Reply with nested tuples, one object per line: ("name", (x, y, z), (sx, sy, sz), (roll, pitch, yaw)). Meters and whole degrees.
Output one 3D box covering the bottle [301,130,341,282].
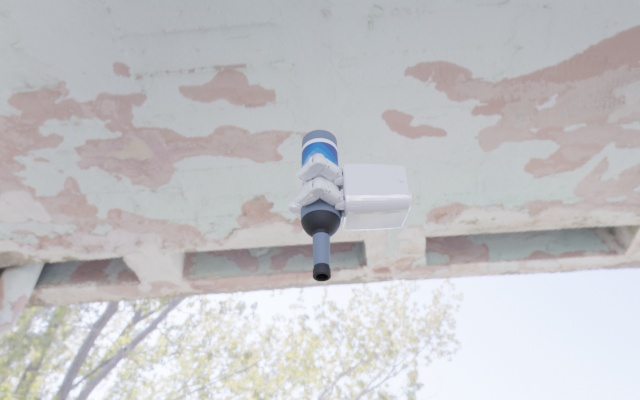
("bottle", (0.000, 0.002, 0.806), (0.069, 0.295, 0.069), (-1, -41, 0))
